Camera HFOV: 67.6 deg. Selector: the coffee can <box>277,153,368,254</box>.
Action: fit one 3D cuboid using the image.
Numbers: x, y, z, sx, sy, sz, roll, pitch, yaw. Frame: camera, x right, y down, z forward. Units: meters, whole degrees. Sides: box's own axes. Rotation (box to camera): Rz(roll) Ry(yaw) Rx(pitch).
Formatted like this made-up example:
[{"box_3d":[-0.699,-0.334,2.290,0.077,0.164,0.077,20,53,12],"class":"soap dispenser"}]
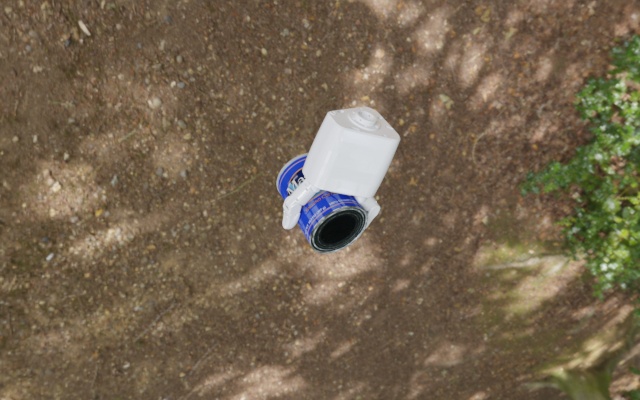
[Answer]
[{"box_3d":[0.000,0.003,0.790,0.103,0.103,0.140,0,41,-34],"class":"coffee can"}]
